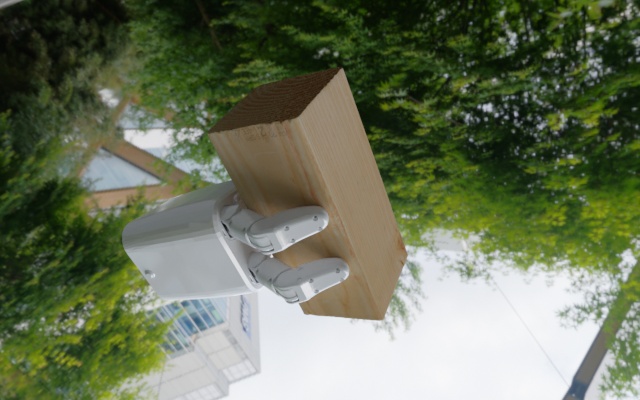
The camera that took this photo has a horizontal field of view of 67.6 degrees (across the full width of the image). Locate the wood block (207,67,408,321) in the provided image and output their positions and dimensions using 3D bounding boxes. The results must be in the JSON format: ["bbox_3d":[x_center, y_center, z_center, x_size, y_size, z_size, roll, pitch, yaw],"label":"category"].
[{"bbox_3d":[0.000,0.001,0.428,0.090,0.206,0.090,-4,35,31],"label":"wood block"}]
